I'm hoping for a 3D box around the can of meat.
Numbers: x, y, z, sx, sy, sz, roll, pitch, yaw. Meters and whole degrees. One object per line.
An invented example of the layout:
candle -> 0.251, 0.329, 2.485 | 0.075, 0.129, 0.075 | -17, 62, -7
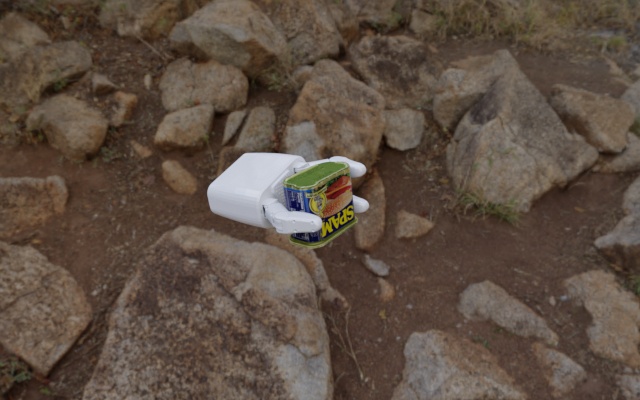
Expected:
can of meat -> 0.000, 0.002, 0.627 | 0.057, 0.084, 0.102 | 11, 29, 39
